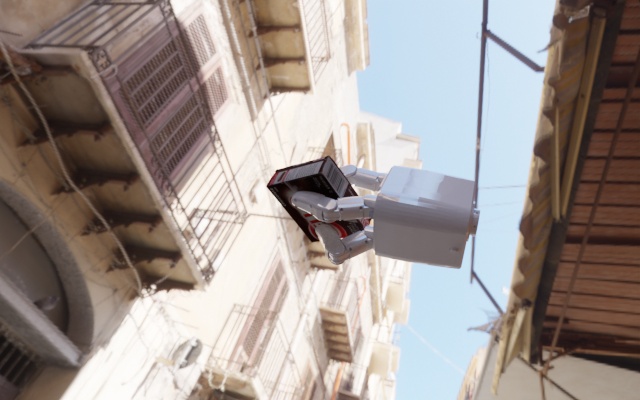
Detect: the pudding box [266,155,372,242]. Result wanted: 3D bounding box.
[{"bbox_3d":[0.000,0.002,0.608,0.090,0.113,0.039,-12,36,36],"label":"pudding box"}]
